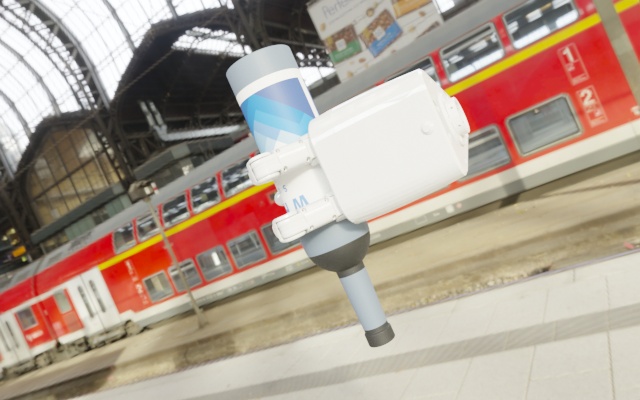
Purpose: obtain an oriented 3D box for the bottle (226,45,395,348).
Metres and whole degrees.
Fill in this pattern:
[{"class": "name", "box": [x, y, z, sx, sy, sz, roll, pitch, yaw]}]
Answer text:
[{"class": "bottle", "box": [0.000, 0.001, 0.460, 0.069, 0.295, 0.069, -24, 1, 0]}]
